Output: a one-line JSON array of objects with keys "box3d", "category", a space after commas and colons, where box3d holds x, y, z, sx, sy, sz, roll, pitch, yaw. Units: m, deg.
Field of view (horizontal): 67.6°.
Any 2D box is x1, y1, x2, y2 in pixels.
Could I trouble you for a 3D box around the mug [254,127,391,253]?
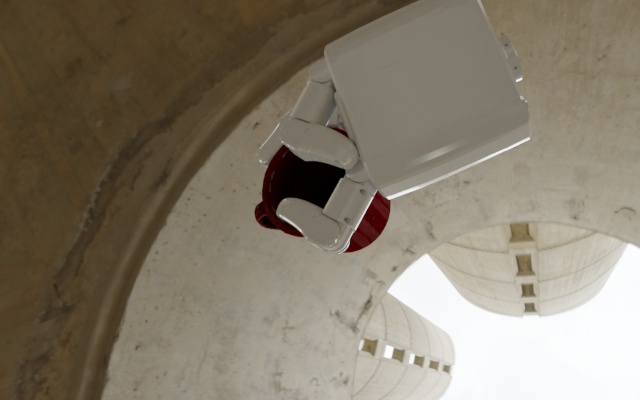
[{"box3d": [-0.001, 0.002, 0.411, 0.117, 0.093, 0.081, -22, -28, 18], "category": "mug"}]
